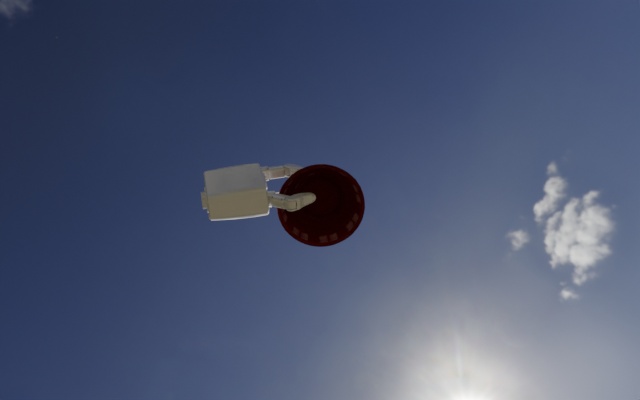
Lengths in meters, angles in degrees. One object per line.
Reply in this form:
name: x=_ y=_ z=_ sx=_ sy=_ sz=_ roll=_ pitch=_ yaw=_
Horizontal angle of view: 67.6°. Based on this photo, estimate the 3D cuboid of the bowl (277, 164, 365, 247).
bowl: x=0.001 y=0.003 z=0.895 sx=0.162 sy=0.162 sz=0.055 roll=0 pitch=20 yaw=-2
